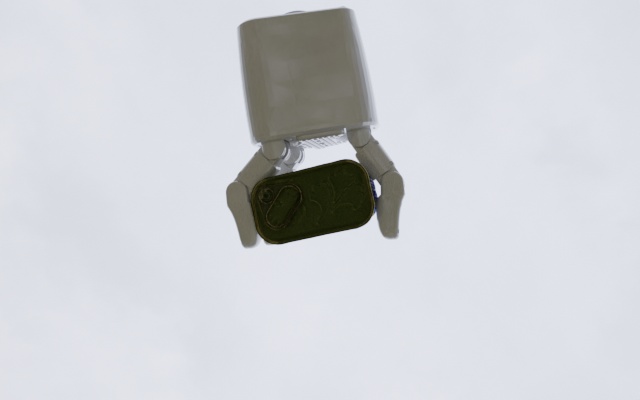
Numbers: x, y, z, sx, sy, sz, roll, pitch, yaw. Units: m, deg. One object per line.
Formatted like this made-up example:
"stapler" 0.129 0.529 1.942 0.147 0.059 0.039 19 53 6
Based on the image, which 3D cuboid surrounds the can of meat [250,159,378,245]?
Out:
"can of meat" 0.000 0.001 0.430 0.102 0.057 0.084 -13 -2 11
